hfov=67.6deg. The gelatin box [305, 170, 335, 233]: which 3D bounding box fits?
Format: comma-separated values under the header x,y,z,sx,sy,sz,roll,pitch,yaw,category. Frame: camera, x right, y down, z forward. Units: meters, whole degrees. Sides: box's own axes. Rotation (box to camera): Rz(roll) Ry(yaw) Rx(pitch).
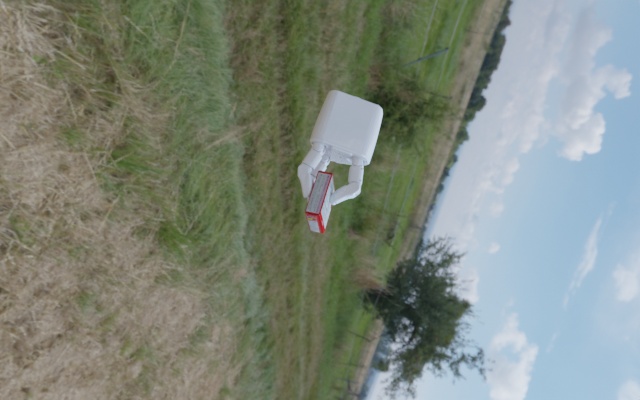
x,y,z,sx,sy,sz,roll,pitch,yaw,category
0.000,0.003,0.852,0.030,0.089,0.073,11,-27,12,gelatin box
